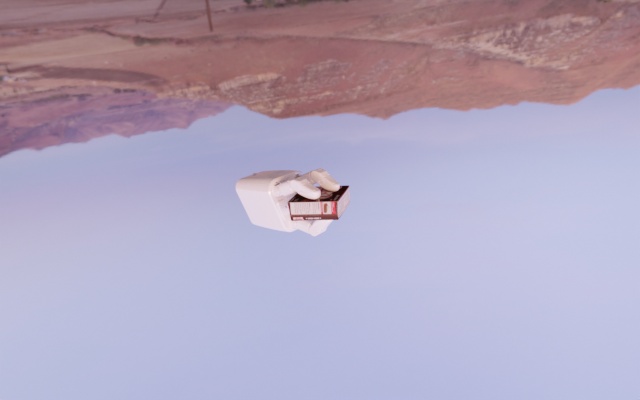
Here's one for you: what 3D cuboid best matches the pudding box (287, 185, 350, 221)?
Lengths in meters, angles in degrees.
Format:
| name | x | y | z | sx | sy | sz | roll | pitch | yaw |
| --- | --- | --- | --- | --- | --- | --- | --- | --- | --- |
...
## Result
| name | x | y | z | sx | sy | sz | roll | pitch | yaw |
| --- | --- | --- | --- | --- | --- | --- | --- | --- | --- |
| pudding box | 0.000 | 0.003 | 0.859 | 0.090 | 0.039 | 0.113 | -2 | 17 | 14 |
